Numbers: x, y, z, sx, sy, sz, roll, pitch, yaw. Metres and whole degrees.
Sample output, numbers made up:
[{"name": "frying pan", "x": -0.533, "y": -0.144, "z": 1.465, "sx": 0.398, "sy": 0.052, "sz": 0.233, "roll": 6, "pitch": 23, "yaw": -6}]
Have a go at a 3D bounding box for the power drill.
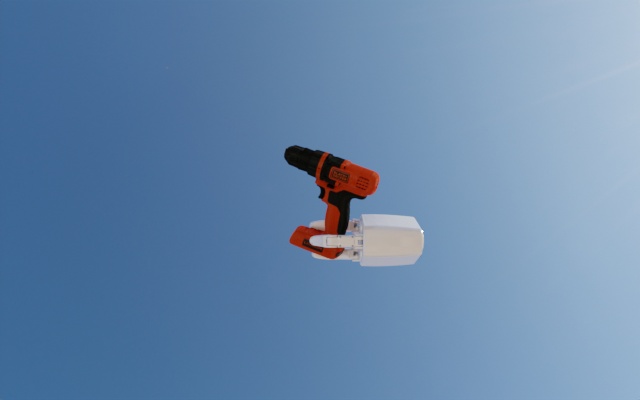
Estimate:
[{"name": "power drill", "x": 0.000, "y": 0.003, "z": 0.894, "sx": 0.184, "sy": 0.188, "sz": 0.057, "roll": 21, "pitch": 21, "yaw": 14}]
